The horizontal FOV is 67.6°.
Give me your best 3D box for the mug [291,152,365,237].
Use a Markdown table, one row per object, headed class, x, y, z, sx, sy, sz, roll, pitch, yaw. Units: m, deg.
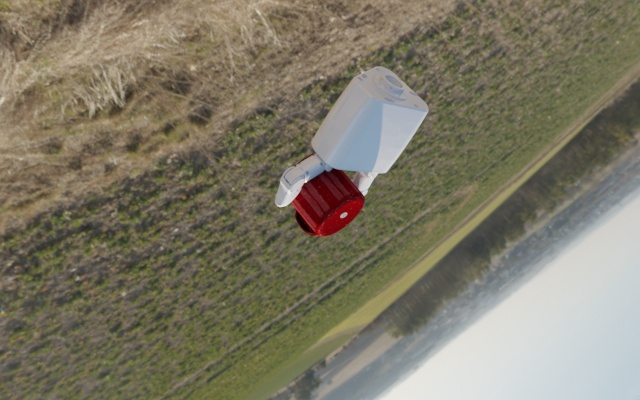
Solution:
| class | x | y | z | sx | sy | sz | roll | pitch | yaw |
| --- | --- | --- | --- | --- | --- | --- | --- | --- | --- |
| mug | 0.000 | 0.003 | 0.650 | 0.093 | 0.081 | 0.117 | -15 | -33 | -45 |
